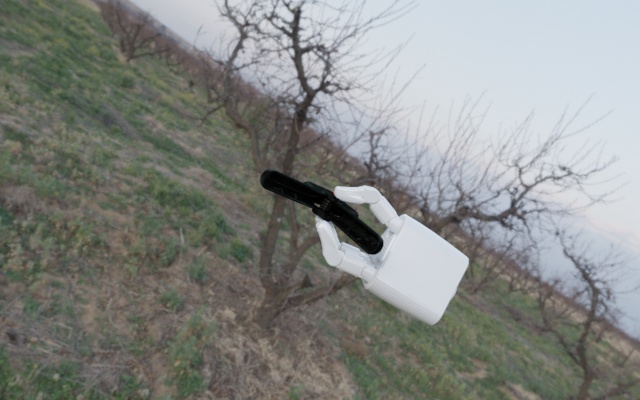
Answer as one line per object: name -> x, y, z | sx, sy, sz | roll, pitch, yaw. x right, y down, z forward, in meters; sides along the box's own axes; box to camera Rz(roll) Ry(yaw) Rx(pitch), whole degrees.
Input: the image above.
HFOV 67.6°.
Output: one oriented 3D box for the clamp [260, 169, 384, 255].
clamp -> 0.001, 0.001, 0.641 | 0.164, 0.036, 0.210 | 32, 6, -5
